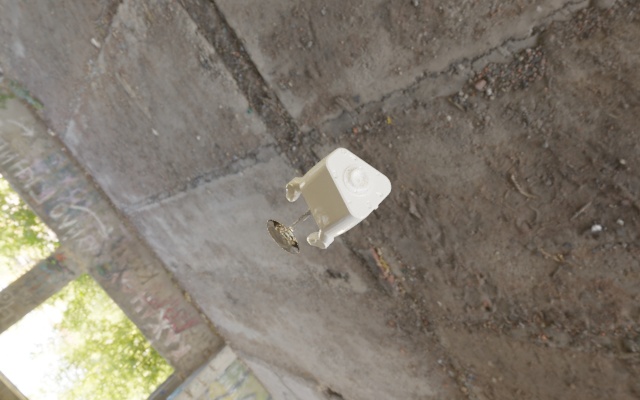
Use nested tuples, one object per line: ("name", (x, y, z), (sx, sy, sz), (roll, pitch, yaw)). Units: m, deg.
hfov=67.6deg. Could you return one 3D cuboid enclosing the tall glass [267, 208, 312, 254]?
("tall glass", (0.000, 0.003, 0.851), (0.201, 0.079, 0.079), (-43, 24, -29))
